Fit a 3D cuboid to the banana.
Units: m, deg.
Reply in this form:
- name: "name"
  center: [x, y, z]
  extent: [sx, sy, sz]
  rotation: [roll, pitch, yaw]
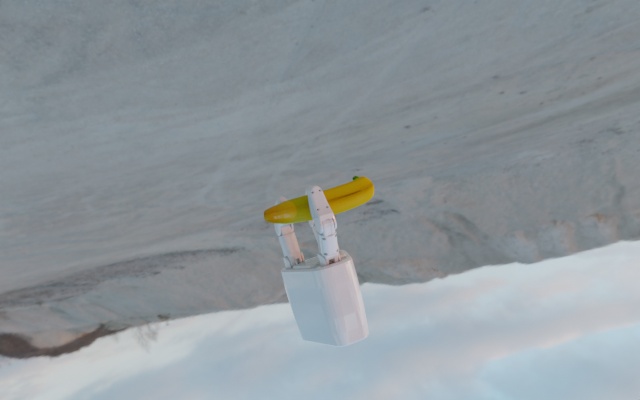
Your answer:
- name: "banana"
  center: [0.015, -0.001, 0.655]
  extent: [0.069, 0.037, 0.198]
  rotation: [-8, 8, 46]
